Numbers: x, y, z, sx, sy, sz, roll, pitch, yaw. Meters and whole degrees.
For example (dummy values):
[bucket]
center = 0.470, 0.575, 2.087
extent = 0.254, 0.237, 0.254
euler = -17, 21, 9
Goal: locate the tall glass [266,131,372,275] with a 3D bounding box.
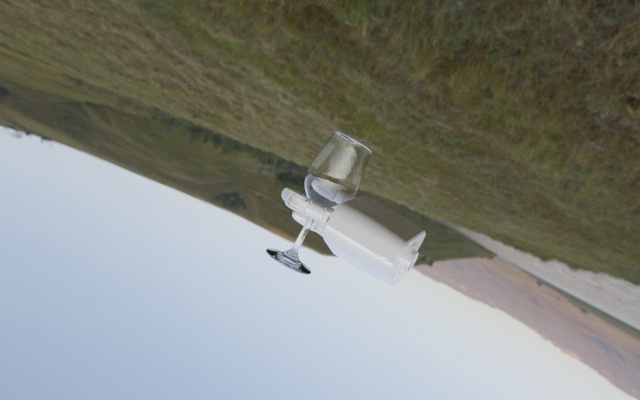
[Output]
[tall glass]
center = 0.000, 0.003, 0.692
extent = 0.079, 0.201, 0.079
euler = 28, 4, -2
